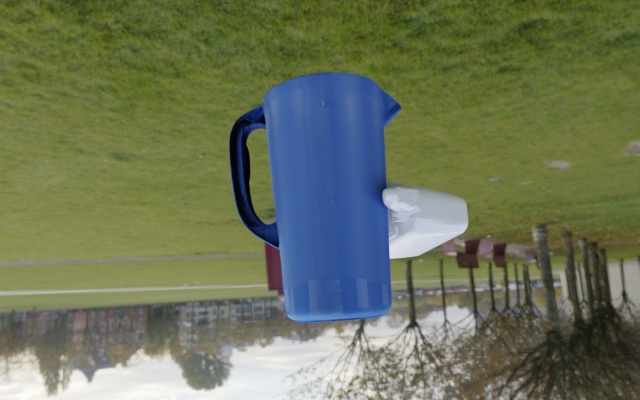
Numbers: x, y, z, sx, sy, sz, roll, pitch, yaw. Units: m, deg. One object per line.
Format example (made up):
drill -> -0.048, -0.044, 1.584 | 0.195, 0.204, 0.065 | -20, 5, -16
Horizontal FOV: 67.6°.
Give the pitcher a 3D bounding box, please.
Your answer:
pitcher -> 0.000, 0.002, 0.507 | 0.145, 0.242, 0.149 | 6, -15, -41
